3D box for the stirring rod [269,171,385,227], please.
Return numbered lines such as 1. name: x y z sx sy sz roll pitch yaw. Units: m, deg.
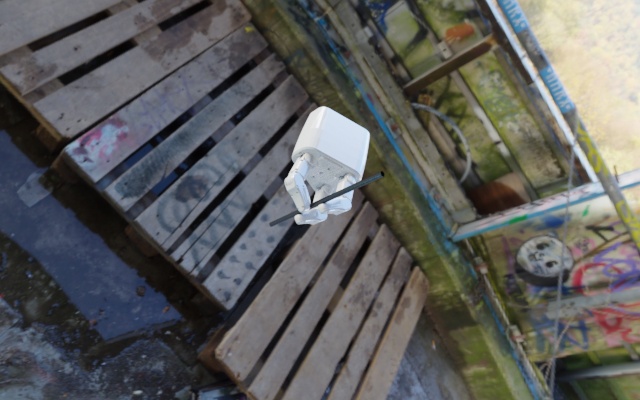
1. stirring rod: 0.000 0.002 0.709 0.011 0.011 0.239 0 -18 -46
